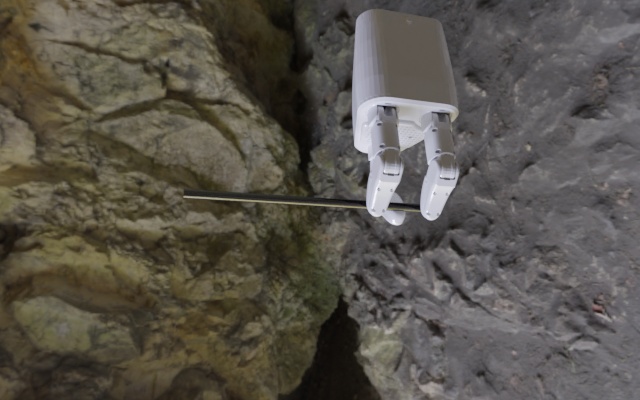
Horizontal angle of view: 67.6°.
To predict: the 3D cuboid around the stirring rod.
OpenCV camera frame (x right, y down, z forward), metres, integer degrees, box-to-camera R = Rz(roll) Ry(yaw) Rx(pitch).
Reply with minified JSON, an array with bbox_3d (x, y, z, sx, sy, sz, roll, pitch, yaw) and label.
[{"bbox_3d":[0.000,0.001,0.436,0.239,0.011,0.011,4,-1,-15],"label":"stirring rod"}]
